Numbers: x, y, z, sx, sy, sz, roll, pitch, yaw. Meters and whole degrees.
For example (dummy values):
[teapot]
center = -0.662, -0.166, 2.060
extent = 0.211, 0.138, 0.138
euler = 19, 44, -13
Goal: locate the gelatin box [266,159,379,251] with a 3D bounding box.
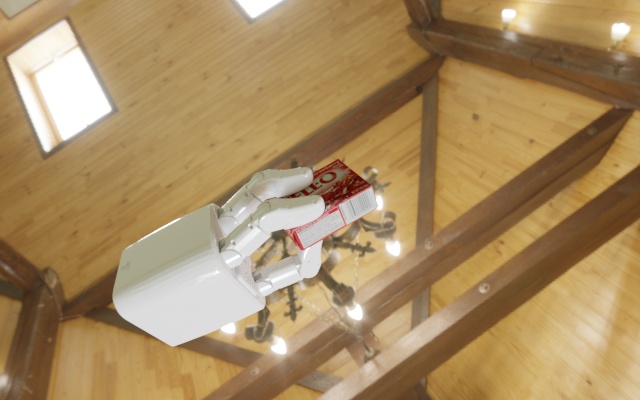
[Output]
[gelatin box]
center = 0.001, 0.002, 0.468
extent = 0.089, 0.030, 0.073
euler = -29, 34, -10
